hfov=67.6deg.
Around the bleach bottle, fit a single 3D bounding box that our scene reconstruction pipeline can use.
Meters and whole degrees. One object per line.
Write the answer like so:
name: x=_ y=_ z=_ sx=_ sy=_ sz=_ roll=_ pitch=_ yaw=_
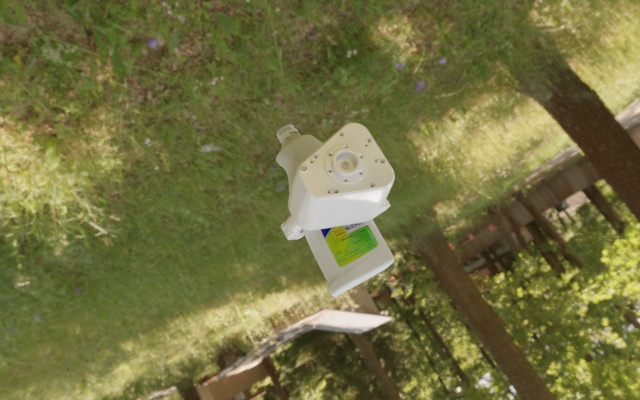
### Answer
bleach bottle: x=0.000 y=0.002 z=0.683 sx=0.102 sy=0.250 sz=0.068 roll=-26 pitch=-16 yaw=-17
